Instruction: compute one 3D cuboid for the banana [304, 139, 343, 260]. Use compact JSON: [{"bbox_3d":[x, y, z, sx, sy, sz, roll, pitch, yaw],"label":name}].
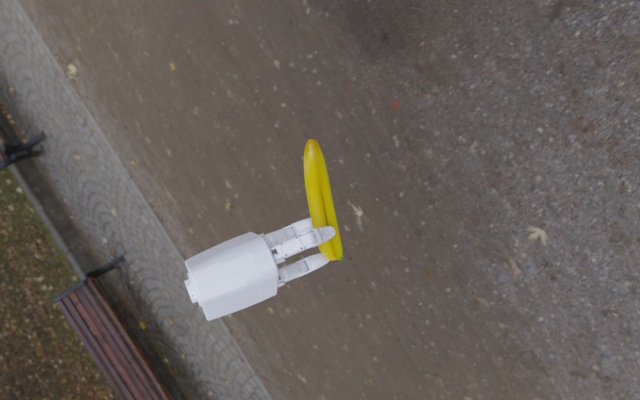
[{"bbox_3d":[0.002,0.010,0.706,0.037,0.198,0.069,-12,16,0],"label":"banana"}]
